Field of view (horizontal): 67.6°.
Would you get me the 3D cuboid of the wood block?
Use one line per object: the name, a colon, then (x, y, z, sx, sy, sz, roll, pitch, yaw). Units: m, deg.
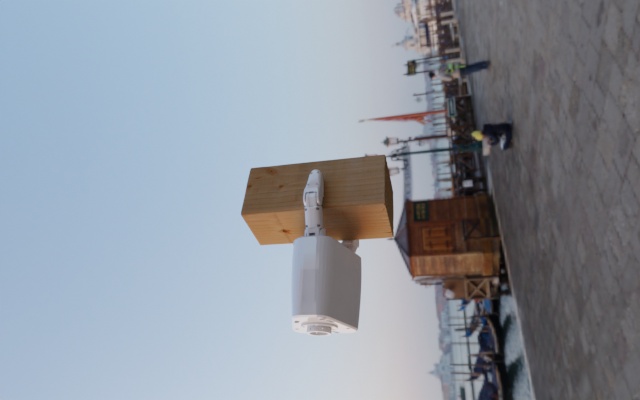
wood block: (0.000, 0.002, 0.709, 0.206, 0.090, 0.091, -5, -38, 14)
